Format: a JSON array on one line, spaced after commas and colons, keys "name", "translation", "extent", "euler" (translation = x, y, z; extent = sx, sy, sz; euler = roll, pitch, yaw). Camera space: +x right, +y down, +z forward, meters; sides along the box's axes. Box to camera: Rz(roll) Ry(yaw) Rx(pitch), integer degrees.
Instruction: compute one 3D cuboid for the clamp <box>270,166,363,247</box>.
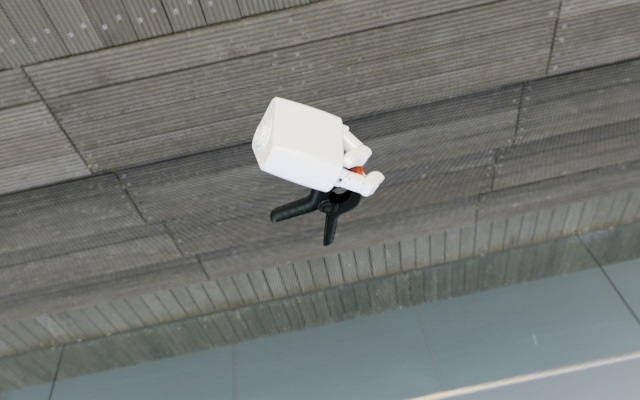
[{"name": "clamp", "translation": [0.000, 0.003, 0.753], "extent": [0.120, 0.039, 0.171], "euler": [16, -51, -24]}]
